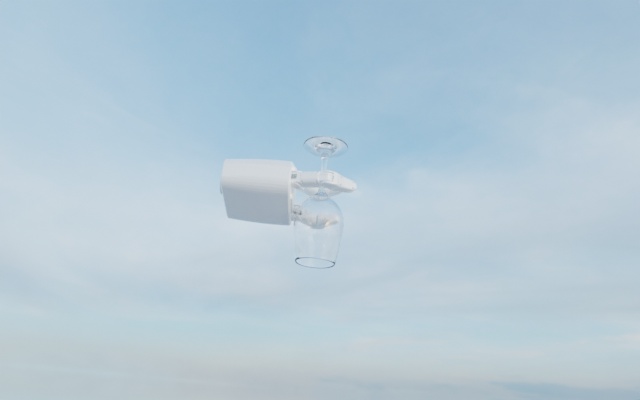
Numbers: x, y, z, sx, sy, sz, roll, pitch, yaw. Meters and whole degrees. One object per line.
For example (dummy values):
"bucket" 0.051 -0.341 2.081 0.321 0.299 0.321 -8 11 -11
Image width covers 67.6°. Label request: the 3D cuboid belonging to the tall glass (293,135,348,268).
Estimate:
"tall glass" 0.000 0.002 0.755 0.079 0.201 0.079 4 -22 2
